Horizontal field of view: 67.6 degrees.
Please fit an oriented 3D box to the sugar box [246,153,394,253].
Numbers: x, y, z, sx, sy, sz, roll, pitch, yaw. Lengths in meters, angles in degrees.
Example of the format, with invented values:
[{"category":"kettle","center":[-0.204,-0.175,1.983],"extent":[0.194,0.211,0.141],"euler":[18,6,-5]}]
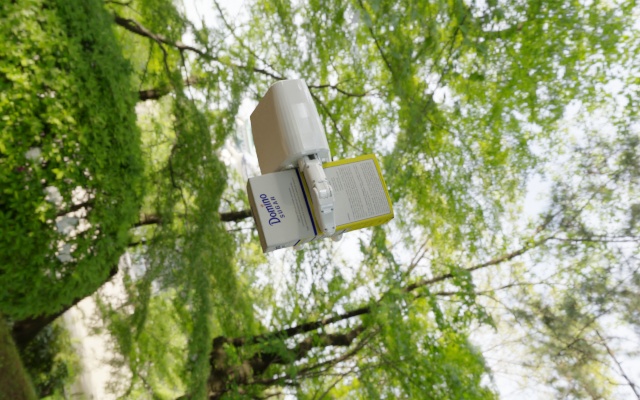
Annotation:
[{"category":"sugar box","center":[0.000,0.002,0.618],"extent":[0.176,0.093,0.048],"euler":[-12,-14,-16]}]
